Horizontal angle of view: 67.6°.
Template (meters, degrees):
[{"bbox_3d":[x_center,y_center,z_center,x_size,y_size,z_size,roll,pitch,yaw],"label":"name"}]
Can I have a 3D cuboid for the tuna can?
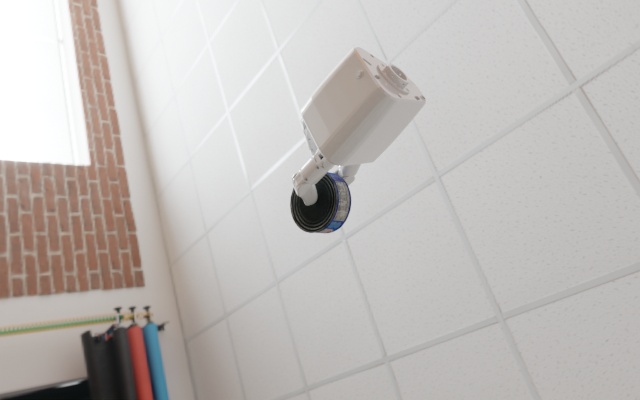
[{"bbox_3d":[0.000,0.002,0.649,0.086,0.086,0.034,0,-5,43],"label":"tuna can"}]
